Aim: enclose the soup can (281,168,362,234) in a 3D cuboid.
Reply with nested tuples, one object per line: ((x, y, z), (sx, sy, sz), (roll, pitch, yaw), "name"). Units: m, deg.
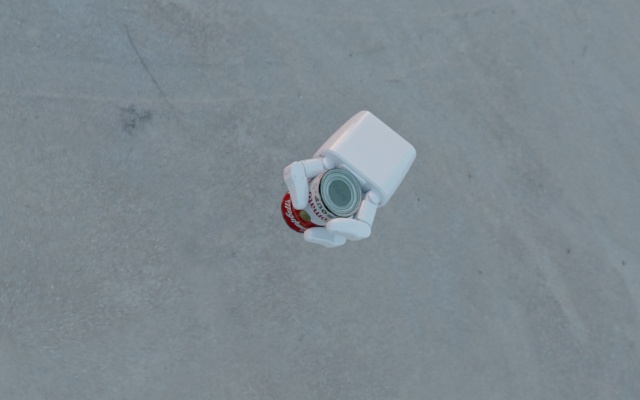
((0.000, 0.002, 0.646), (0.068, 0.068, 0.102), (0, -14, -34), "soup can")
